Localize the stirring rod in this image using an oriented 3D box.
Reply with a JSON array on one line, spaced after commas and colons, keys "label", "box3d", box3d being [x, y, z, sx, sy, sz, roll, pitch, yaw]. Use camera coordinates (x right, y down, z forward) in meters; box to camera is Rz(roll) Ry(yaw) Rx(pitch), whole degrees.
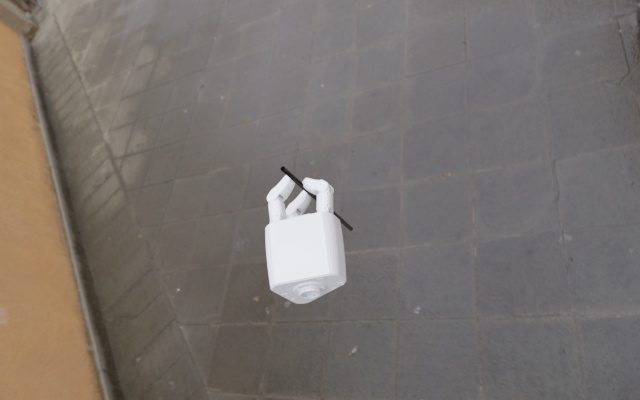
[{"label": "stirring rod", "box3d": [0.000, 0.003, 0.842, 0.011, 0.011, 0.240, 0, -26, 34]}]
